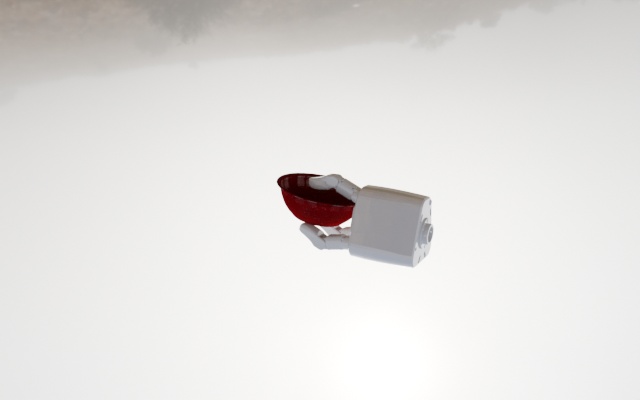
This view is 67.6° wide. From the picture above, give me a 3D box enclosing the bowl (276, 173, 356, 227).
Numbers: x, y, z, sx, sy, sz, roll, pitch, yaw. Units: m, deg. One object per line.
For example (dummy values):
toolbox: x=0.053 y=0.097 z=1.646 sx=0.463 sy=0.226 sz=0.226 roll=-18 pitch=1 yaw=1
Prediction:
bowl: x=-0.001 y=0.003 z=0.824 sx=0.162 sy=0.055 sz=0.162 roll=10 pitch=19 yaw=-4
